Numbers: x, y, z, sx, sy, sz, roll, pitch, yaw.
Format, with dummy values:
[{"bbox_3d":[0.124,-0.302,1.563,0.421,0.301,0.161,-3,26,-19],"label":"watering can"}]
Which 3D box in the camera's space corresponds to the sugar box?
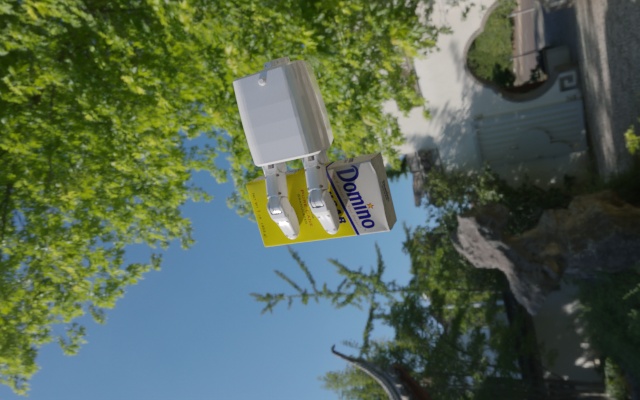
[{"bbox_3d":[0.000,0.002,0.608,0.176,0.093,0.048,-10,14,26],"label":"sugar box"}]
